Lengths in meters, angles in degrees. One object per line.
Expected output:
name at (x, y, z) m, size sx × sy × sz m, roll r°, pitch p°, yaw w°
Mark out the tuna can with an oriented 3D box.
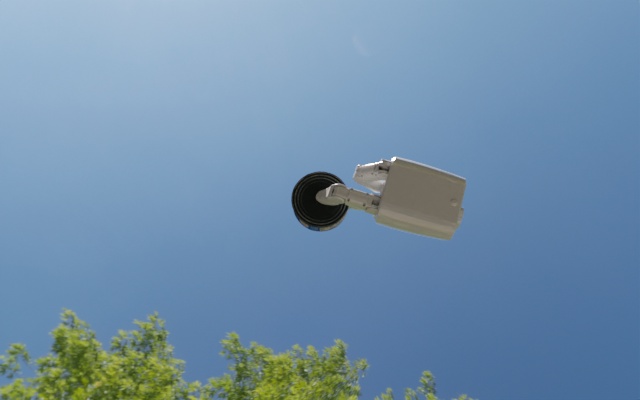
tuna can at (0.000, 0.002, 0.712) m, size 0.086 × 0.086 × 0.034 m, roll 0°, pitch -17°, yaw 0°
